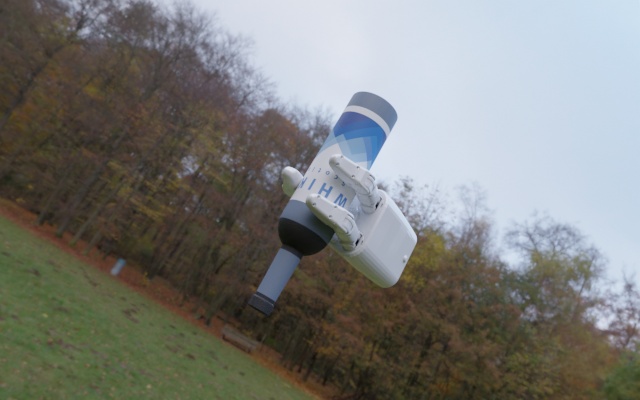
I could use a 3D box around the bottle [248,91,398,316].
[{"bbox_3d":[0.000,0.002,0.580,0.069,0.295,0.069,27,-17,9],"label":"bottle"}]
